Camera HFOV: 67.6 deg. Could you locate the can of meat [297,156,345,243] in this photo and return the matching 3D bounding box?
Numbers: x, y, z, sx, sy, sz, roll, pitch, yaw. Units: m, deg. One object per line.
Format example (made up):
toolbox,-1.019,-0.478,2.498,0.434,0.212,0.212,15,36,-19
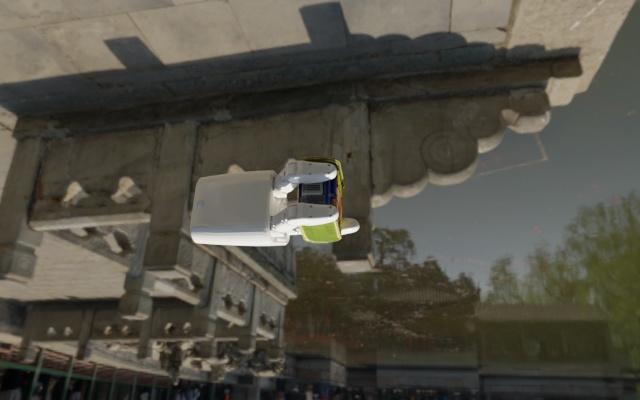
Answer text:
can of meat,0.000,0.002,0.630,0.057,0.084,0.102,-1,-23,7
